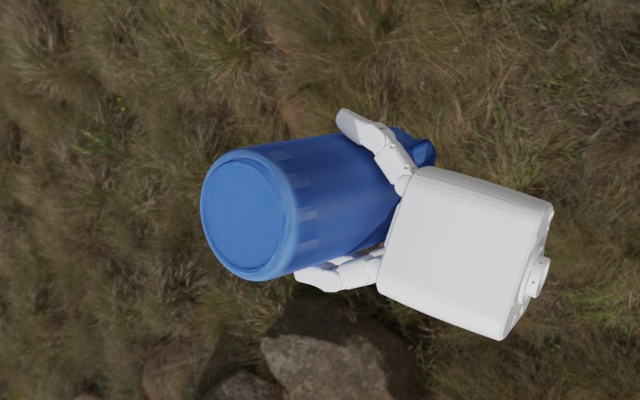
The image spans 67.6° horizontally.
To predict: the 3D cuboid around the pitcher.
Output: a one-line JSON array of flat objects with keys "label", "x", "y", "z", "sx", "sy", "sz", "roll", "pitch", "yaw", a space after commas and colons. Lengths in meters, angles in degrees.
[{"label": "pitcher", "x": 0.000, "y": 0.002, "z": 0.474, "sx": 0.145, "sy": 0.149, "sz": 0.243, "roll": 21, "pitch": 20, "yaw": 32}]
